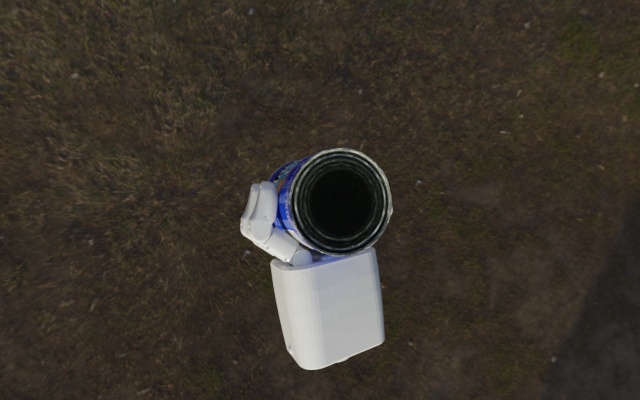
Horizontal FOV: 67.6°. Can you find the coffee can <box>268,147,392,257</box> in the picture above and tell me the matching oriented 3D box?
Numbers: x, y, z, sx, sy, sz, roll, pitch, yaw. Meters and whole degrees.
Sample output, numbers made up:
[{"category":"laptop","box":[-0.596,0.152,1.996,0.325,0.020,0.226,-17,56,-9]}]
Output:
[{"category":"coffee can","box":[0.000,0.001,0.511,0.103,0.103,0.140,0,0,-17]}]
